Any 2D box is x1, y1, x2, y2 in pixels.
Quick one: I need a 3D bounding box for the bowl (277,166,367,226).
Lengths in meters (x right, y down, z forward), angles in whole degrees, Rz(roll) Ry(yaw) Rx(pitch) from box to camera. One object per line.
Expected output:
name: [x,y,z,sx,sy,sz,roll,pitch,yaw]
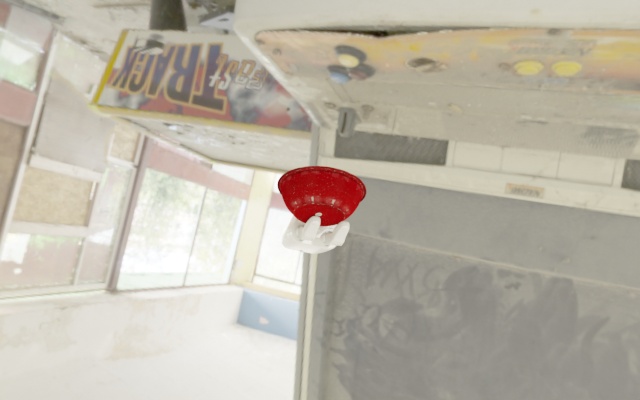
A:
bowl: [0.000,0.003,0.847,0.162,0.055,0.162,4,-28,2]
